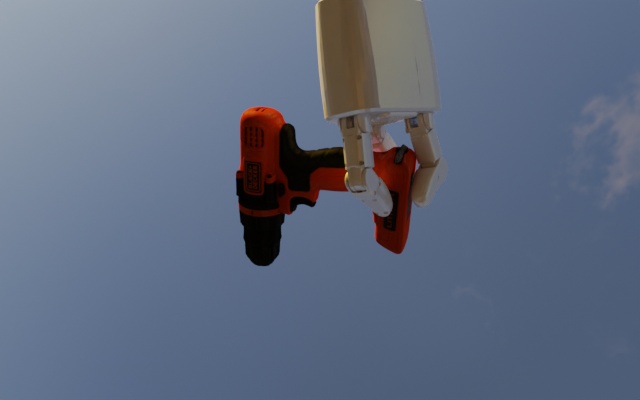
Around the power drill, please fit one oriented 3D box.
[{"bbox_3d":[0.001,0.001,0.503,0.187,0.184,0.057,9,27,14],"label":"power drill"}]
